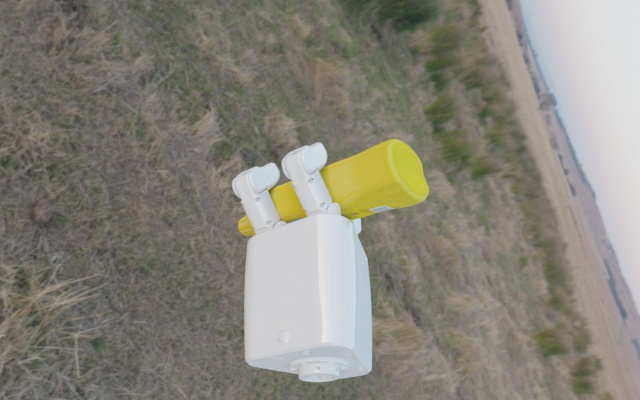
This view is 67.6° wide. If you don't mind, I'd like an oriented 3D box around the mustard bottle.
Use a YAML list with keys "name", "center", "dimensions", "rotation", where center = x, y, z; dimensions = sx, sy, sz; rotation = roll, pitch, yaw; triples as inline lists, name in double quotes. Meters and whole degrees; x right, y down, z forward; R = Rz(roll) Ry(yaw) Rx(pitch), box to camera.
- name: "mustard bottle"
  center: [0.000, 0.001, 0.460]
  dimensions: [0.191, 0.058, 0.096]
  rotation: [-19, -12, 26]
